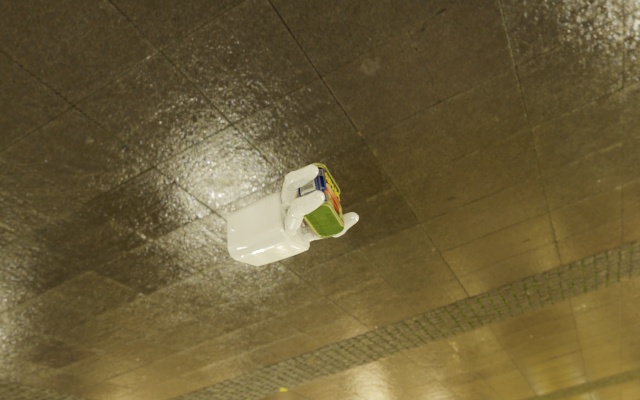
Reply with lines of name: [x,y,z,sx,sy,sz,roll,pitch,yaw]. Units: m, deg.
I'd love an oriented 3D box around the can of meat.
can of meat: [0.000,0.003,0.798,0.057,0.084,0.102,-19,-39,13]
